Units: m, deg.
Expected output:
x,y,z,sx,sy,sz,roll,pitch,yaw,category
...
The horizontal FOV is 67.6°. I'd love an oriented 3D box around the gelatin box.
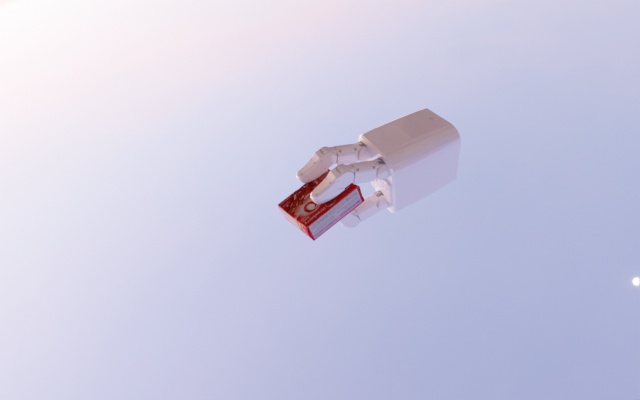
x,y,z,sx,sy,sz,roll,pitch,yaw,category
0.000,0.003,0.621,0.089,0.030,0.073,-38,40,-15,gelatin box
